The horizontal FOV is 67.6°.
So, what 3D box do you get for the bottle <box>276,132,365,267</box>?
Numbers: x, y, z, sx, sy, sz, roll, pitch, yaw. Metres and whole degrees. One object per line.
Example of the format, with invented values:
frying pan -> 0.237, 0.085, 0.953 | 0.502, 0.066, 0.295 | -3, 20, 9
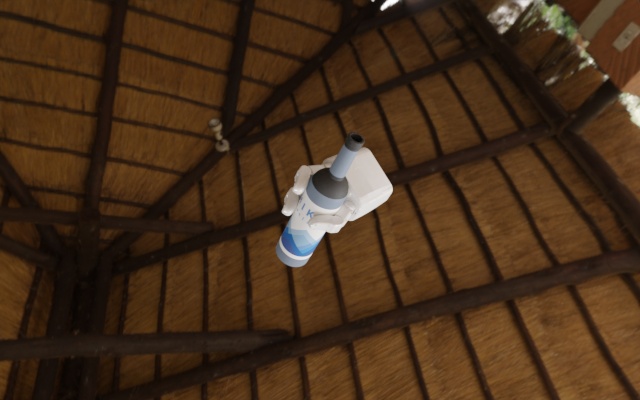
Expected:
bottle -> 0.000, 0.003, 0.813 | 0.069, 0.069, 0.296 | 0, -41, -29
